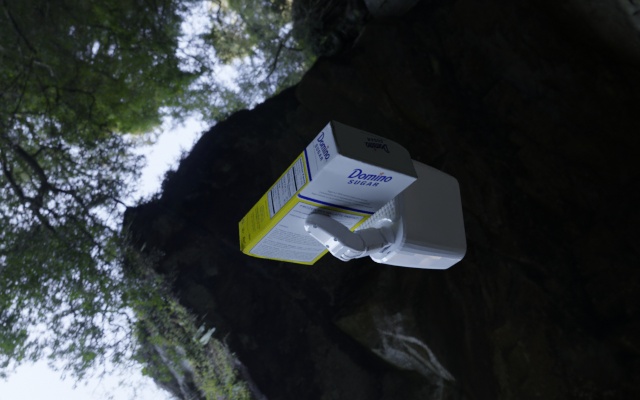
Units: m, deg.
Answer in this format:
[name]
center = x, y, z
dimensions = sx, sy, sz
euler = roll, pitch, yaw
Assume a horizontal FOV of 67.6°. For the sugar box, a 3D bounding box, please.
[sugar box]
center = 0.000, 0.001, 0.470
dimensions = 0.093, 0.048, 0.176
euler = 14, -43, -34
